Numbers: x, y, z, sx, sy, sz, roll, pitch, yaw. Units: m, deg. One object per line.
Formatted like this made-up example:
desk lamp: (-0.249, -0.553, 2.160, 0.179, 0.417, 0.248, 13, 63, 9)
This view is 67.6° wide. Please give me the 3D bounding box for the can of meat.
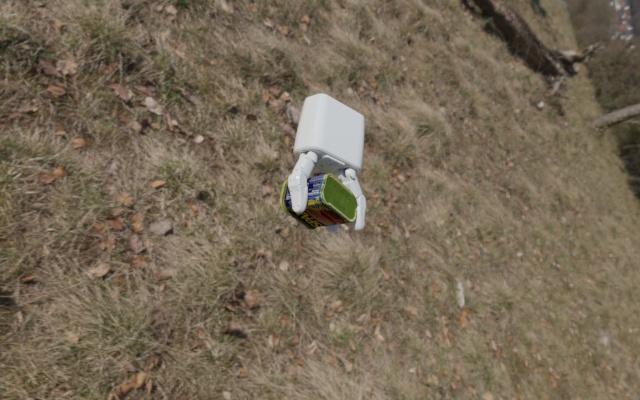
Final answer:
can of meat: (0.000, 0.002, 0.768, 0.084, 0.057, 0.102, -10, -33, 35)
